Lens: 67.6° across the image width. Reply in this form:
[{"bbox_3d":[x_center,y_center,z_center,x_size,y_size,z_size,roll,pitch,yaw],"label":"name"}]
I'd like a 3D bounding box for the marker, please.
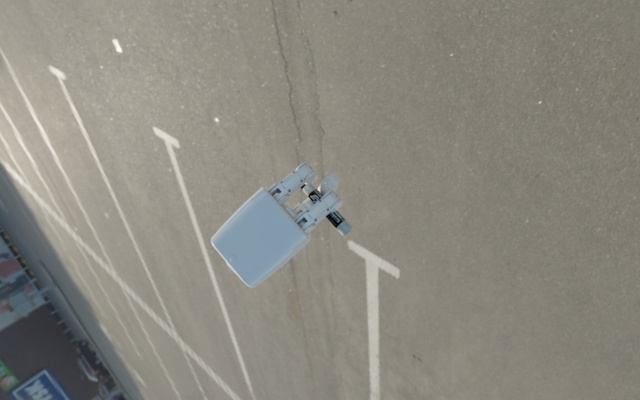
[{"bbox_3d":[0.000,0.002,0.703,0.020,0.121,0.020,-40,-12,-11],"label":"marker"}]
